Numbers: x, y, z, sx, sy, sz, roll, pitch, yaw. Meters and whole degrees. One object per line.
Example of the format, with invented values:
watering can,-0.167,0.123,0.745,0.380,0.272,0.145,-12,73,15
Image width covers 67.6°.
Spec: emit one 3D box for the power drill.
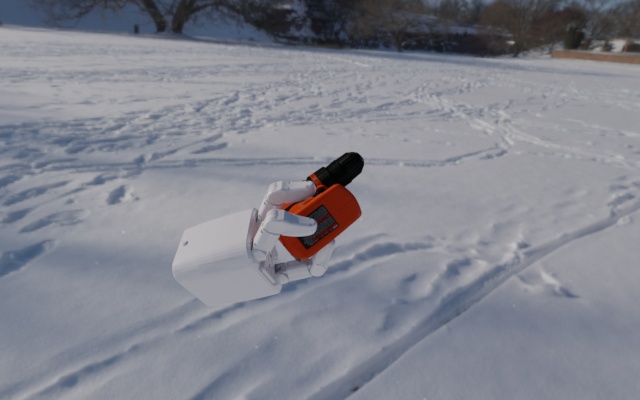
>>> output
power drill,0.000,0.002,0.664,0.184,0.057,0.187,-40,12,1
